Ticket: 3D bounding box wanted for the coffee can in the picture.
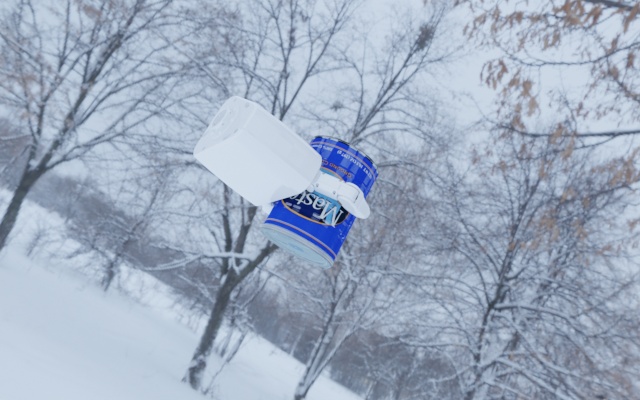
[{"bbox_3d":[0.000,0.002,0.620,0.103,0.140,0.103,26,-17,8],"label":"coffee can"}]
